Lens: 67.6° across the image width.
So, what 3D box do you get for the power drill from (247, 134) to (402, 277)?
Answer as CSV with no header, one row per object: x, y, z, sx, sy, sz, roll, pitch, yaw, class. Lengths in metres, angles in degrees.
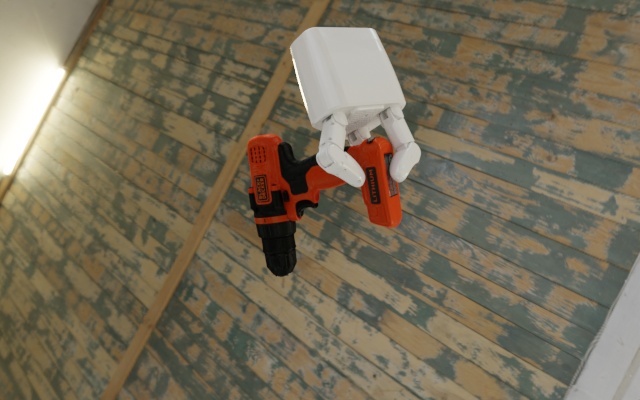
0.000,0.002,0.584,0.187,0.184,0.057,-6,7,23,power drill
